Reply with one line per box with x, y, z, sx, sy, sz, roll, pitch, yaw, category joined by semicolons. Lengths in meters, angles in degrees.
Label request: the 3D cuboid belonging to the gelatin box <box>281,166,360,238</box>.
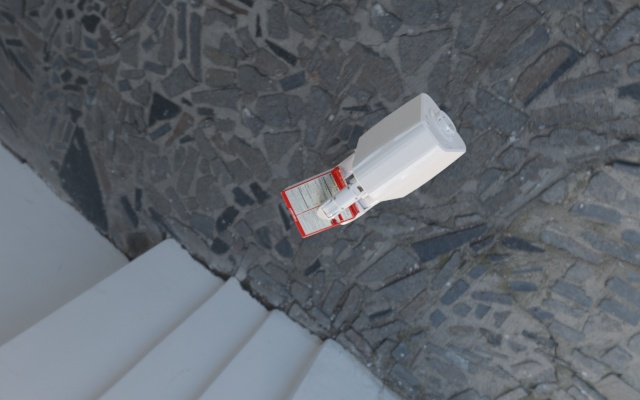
0.000;0.002;0.664;0.089;0.073;0.030;-22;9;24;gelatin box
